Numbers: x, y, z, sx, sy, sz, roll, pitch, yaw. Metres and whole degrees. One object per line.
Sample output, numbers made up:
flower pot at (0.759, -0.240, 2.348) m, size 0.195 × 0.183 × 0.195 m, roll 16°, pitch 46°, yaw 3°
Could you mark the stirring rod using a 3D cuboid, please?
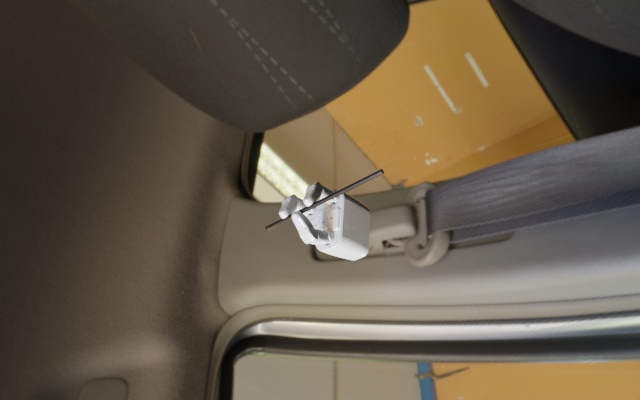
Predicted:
stirring rod at (0.000, 0.003, 0.789) m, size 0.239 × 0.011 × 0.011 m, roll -26°, pitch -13°, yaw 28°
